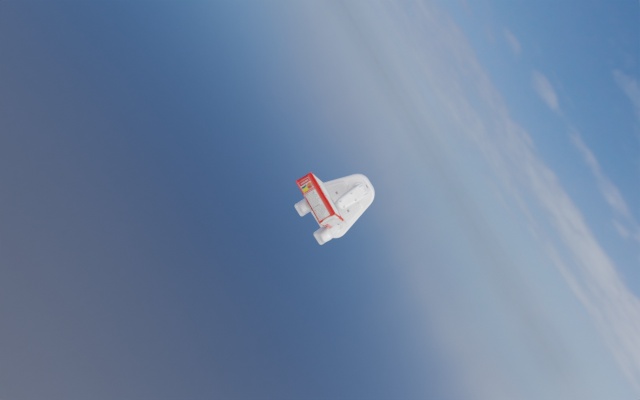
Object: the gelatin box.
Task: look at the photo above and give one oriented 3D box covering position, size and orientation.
[{"bbox_3d":[0.000,0.002,0.719,0.030,0.073,0.089,-31,-12,5],"label":"gelatin box"}]
